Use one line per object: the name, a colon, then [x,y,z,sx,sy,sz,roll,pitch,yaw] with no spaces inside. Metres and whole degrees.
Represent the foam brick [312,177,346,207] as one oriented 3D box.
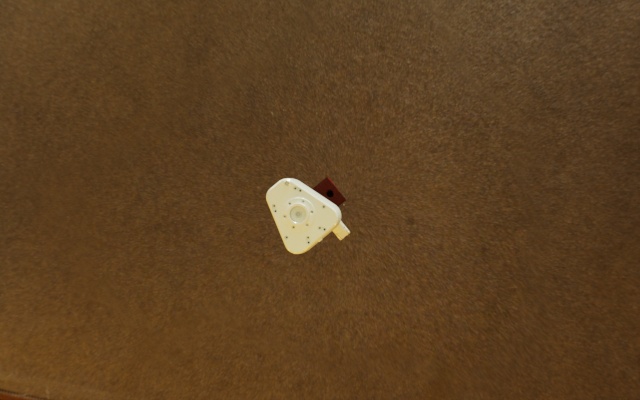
foam brick: [0.000,0.002,0.834,0.078,0.053,0.051,-40,-2,2]
